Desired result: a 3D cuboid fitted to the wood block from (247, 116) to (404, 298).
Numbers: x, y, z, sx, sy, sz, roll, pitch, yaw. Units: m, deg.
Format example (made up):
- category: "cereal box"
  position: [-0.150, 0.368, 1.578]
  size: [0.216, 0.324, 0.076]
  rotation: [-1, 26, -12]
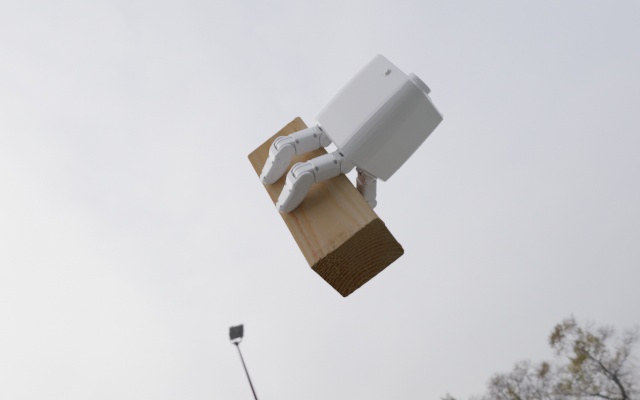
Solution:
- category: "wood block"
  position: [0.000, 0.002, 0.581]
  size: [0.090, 0.206, 0.091]
  rotation: [-38, -43, 4]
